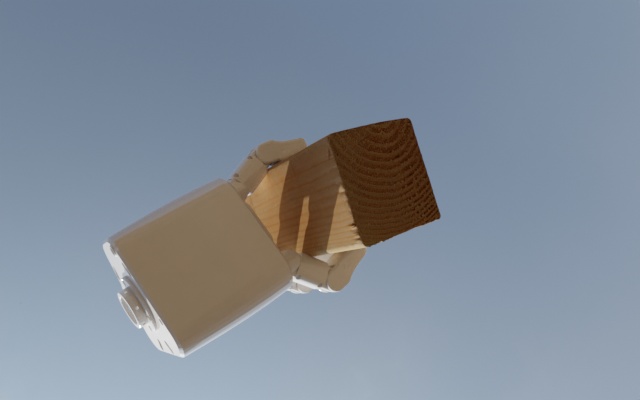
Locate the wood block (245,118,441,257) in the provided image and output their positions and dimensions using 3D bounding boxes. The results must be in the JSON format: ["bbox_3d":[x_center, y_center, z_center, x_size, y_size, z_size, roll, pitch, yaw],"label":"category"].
[{"bbox_3d":[0.000,0.001,0.457,0.090,0.091,0.206,-17,-1,-34],"label":"wood block"}]
